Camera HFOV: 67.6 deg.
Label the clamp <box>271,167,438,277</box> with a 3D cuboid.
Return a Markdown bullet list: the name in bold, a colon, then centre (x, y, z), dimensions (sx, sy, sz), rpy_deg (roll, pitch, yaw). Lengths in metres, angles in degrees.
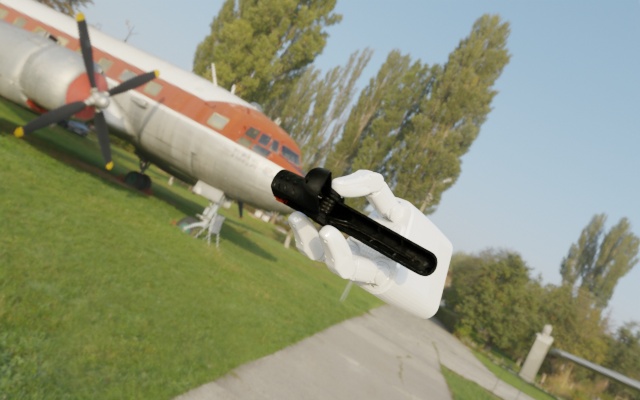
- **clamp**: centre (0.000, 0.001, 0.478), dimensions (0.165, 0.036, 0.210), rpy_deg (39, -10, -38)
